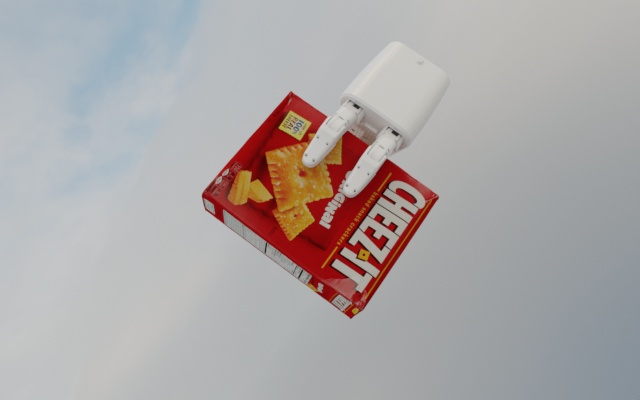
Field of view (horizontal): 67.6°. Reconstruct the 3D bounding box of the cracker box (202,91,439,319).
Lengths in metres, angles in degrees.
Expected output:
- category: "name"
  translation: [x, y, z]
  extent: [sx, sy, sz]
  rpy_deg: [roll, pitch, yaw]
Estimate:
- category: "cracker box"
  translation: [0.000, 0.002, 0.545]
  extent: [0.213, 0.164, 0.072]
  rpy_deg: [36, -20, 6]
